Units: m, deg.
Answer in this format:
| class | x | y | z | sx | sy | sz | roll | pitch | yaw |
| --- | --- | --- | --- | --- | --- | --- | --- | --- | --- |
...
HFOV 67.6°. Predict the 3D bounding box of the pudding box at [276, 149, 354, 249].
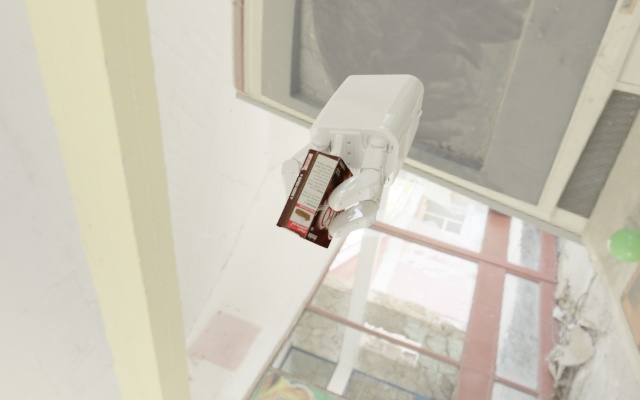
| class | x | y | z | sx | sy | sz | roll | pitch | yaw |
| --- | --- | --- | --- | --- | --- | --- | --- | --- | --- |
| pudding box | 0.000 | 0.002 | 0.521 | 0.039 | 0.090 | 0.113 | 21 | -5 | 18 |
